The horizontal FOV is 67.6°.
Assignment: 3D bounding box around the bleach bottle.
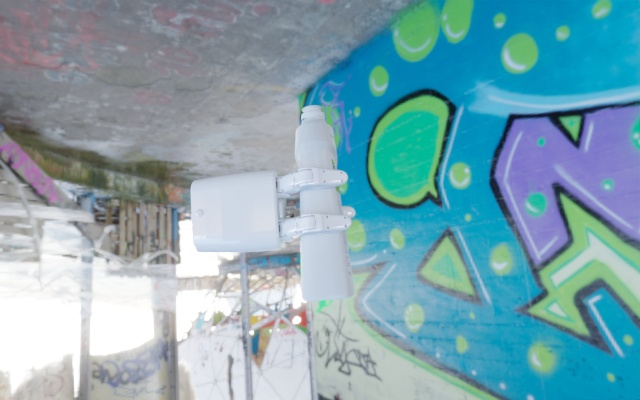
[{"bbox_3d":[0.000,0.002,0.625,0.068,0.250,0.102,-5,-11,3],"label":"bleach bottle"}]
